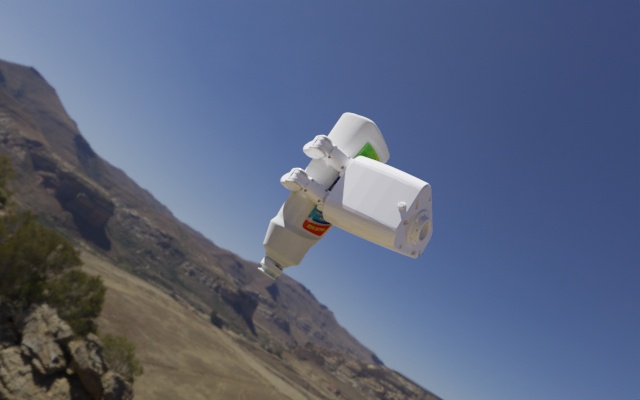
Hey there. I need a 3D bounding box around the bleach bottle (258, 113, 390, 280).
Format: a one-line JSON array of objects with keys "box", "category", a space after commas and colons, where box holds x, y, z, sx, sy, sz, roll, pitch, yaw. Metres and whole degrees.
[{"box": [0.000, 0.002, 0.670, 0.068, 0.250, 0.103, 25, -17, 33], "category": "bleach bottle"}]
